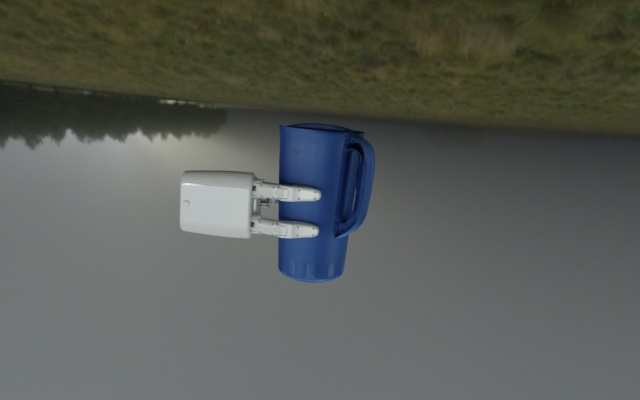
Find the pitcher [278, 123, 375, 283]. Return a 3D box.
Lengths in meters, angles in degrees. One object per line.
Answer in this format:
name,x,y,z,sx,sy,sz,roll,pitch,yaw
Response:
pitcher,0.000,0.002,0.752,0.145,0.243,0.149,4,10,-1
